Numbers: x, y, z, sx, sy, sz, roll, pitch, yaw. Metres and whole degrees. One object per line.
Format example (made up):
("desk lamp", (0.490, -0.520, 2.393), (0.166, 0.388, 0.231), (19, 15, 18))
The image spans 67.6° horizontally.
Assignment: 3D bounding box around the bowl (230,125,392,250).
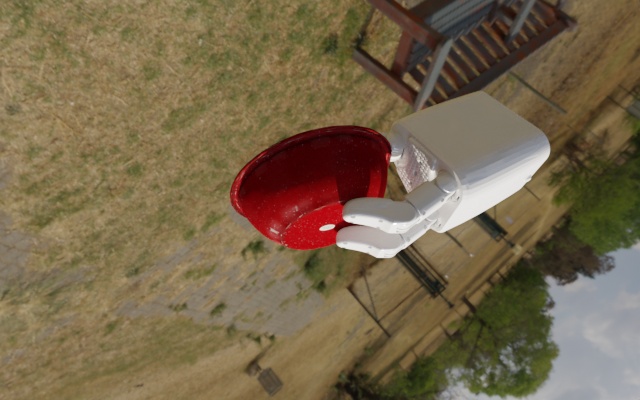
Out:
("bowl", (-0.001, 0.002, 0.448), (0.162, 0.055, 0.162), (-15, -26, -8))
